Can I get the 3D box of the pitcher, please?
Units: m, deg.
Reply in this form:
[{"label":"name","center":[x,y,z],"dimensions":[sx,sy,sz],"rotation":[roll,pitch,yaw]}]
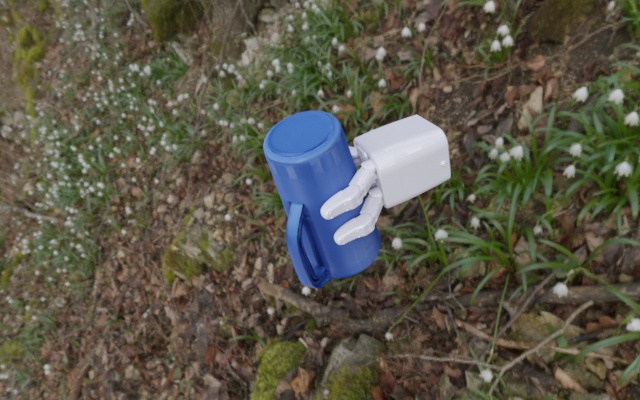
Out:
[{"label":"pitcher","center":[0.000,0.002,0.695],"dimensions":[0.145,0.243,0.149],"rotation":[-23,43,-3]}]
